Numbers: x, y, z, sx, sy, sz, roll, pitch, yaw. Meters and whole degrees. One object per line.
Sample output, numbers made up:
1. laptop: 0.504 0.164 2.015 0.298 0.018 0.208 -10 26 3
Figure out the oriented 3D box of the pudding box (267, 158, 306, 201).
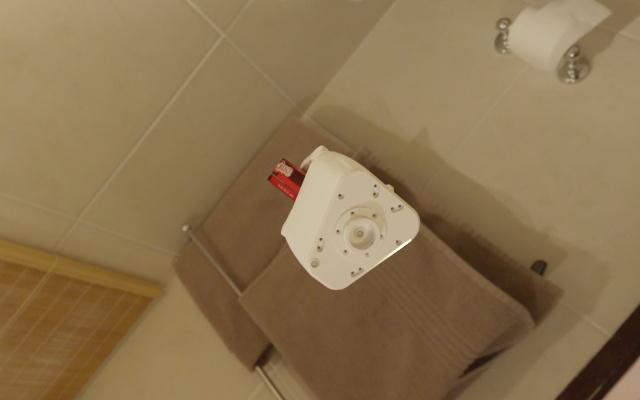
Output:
1. pudding box: 0.000 0.002 0.585 0.090 0.039 0.113 38 0 44
